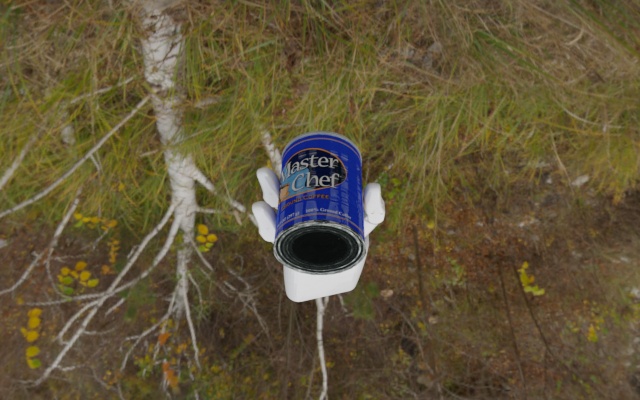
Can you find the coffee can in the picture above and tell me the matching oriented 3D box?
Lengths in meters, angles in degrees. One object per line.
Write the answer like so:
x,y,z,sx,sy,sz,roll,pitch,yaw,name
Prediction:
0.000,0.002,0.566,0.103,0.140,0.103,1,-40,1,coffee can
